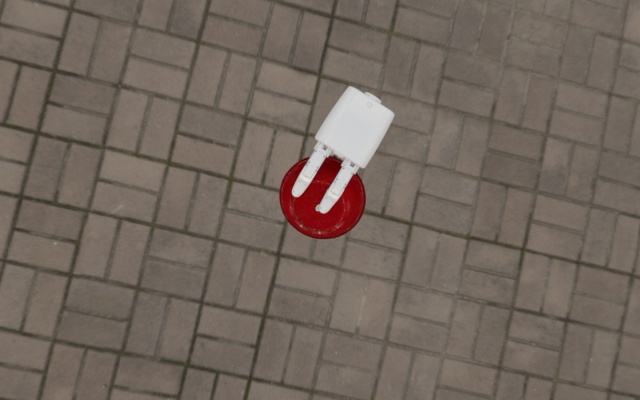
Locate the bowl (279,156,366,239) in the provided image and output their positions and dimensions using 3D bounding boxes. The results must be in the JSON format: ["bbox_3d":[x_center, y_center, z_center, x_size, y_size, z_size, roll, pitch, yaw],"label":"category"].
[{"bbox_3d":[0.000,0.004,0.856,0.162,0.162,0.055,0,17,7],"label":"bowl"}]
